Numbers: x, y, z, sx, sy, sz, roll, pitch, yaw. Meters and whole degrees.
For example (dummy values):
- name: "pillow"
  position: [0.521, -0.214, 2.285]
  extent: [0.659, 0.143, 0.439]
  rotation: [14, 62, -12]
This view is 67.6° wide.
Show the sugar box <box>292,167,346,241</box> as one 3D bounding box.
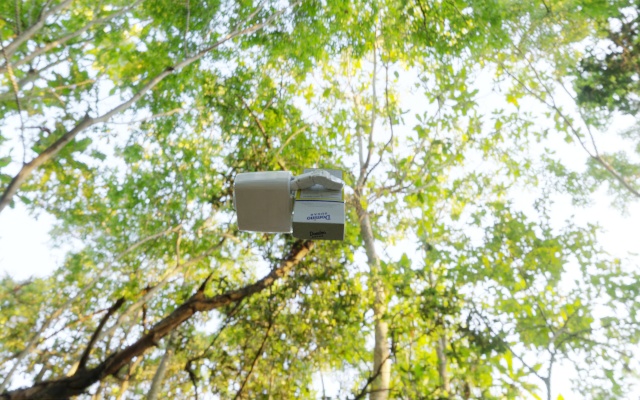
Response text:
- name: "sugar box"
  position: [0.000, 0.003, 0.894]
  extent: [0.093, 0.048, 0.176]
  rotation: [3, 39, 2]
